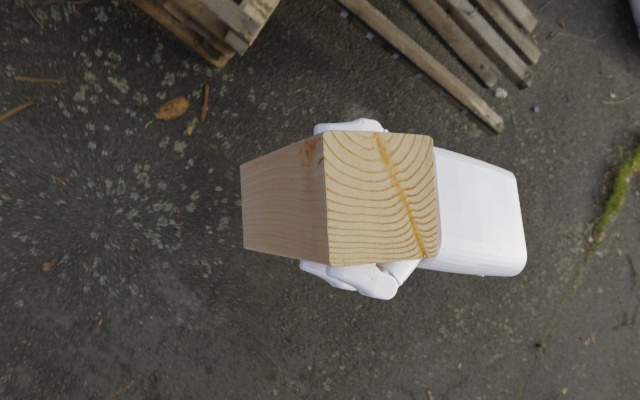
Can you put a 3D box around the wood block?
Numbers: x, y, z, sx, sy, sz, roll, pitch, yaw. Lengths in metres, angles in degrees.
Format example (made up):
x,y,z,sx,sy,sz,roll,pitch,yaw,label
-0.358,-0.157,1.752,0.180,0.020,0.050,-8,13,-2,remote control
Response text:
x,y,z,sx,sy,sz,roll,pitch,yaw,label
0.000,0.001,0.418,0.090,0.091,0.206,-1,-2,-25,wood block
